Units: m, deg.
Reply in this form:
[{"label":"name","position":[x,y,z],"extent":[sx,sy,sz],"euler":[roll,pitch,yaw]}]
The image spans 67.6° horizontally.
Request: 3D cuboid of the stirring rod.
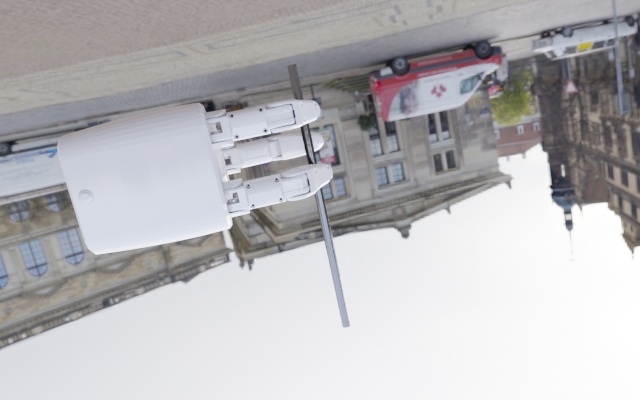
[{"label":"stirring rod","position":[0.000,0.001,0.425],"extent":[0.011,0.239,0.011],"euler":[-11,10,2]}]
